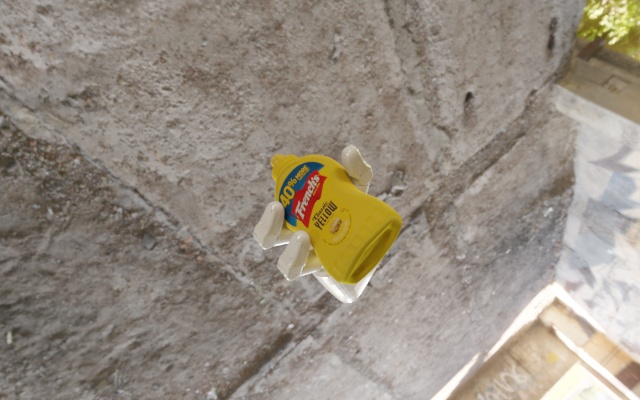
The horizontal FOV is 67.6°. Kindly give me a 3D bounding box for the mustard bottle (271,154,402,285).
[{"bbox_3d":[0.000,0.002,0.557,0.058,0.096,0.191,17,22,-51],"label":"mustard bottle"}]
